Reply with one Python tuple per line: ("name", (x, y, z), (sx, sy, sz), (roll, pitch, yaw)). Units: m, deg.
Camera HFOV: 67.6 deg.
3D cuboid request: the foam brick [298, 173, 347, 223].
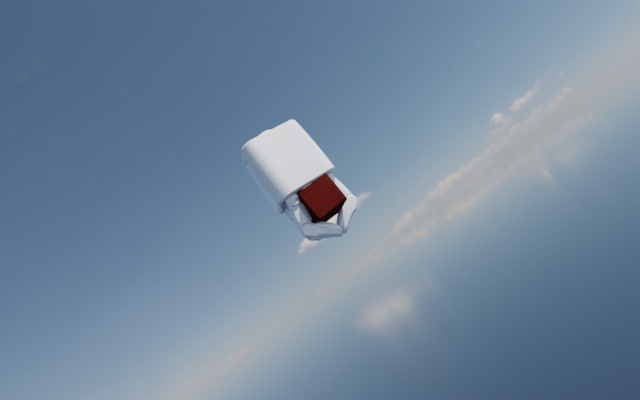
("foam brick", (0.000, 0.002, 0.720), (0.053, 0.051, 0.078), (-36, -9, -13))
